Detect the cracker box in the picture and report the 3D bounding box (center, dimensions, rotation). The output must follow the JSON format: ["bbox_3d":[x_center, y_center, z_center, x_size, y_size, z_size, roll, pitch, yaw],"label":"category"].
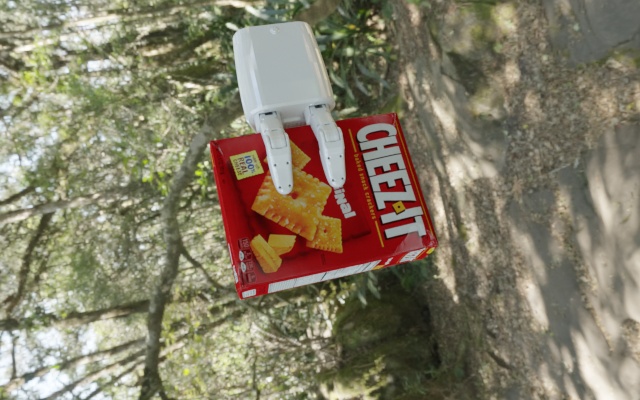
[{"bbox_3d":[0.000,0.002,0.523,0.213,0.164,0.072,-11,-17,-11],"label":"cracker box"}]
